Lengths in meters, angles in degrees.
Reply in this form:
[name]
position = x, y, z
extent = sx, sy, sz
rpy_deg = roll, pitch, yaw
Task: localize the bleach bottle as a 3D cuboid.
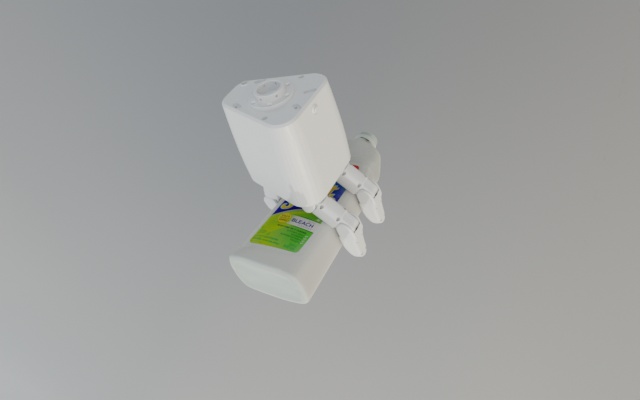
[bleach bottle]
position = 0.000, 0.002, 0.589
extent = 0.102, 0.250, 0.068
rpy_deg = 12, -39, 29
